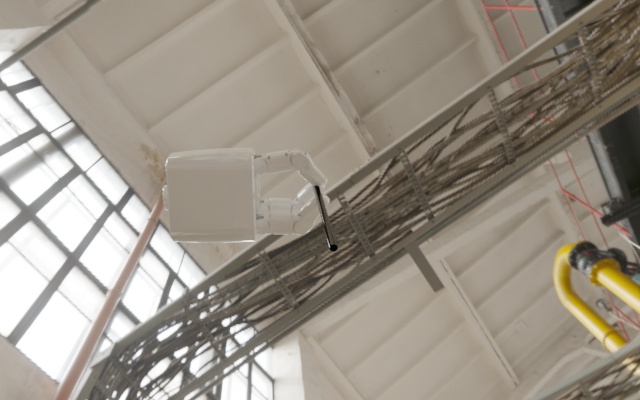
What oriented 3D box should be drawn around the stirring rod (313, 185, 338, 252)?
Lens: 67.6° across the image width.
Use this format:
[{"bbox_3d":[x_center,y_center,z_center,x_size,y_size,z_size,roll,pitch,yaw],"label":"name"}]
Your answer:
[{"bbox_3d":[0.000,0.002,0.569,0.011,0.011,0.239,0,21,-6],"label":"stirring rod"}]
